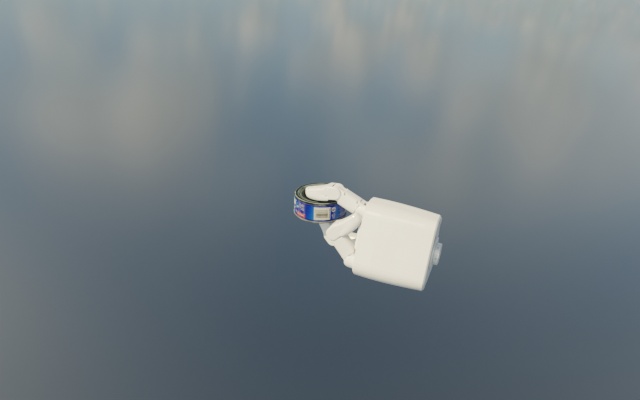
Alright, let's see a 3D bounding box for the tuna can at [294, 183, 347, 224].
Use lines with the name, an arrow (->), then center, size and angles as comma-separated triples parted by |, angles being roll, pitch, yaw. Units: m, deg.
tuna can -> 0.000, 0.002, 0.763 | 0.086, 0.034, 0.086 | 1, 25, -1
